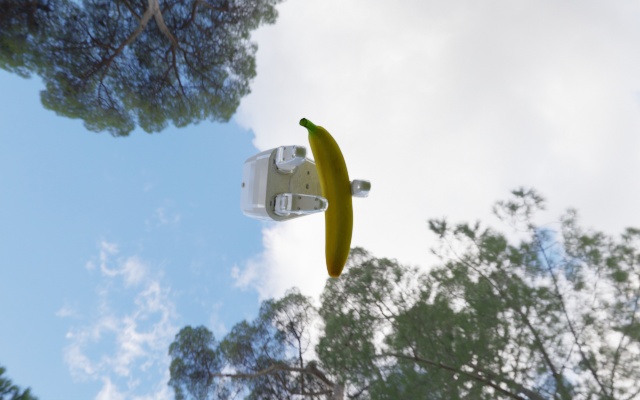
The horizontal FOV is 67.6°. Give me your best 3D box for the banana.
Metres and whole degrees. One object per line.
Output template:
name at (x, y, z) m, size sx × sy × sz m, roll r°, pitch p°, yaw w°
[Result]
banana at (0.012, -0.007, 0.589) m, size 0.037 × 0.198 × 0.069 m, roll -2°, pitch 15°, yaw 43°
